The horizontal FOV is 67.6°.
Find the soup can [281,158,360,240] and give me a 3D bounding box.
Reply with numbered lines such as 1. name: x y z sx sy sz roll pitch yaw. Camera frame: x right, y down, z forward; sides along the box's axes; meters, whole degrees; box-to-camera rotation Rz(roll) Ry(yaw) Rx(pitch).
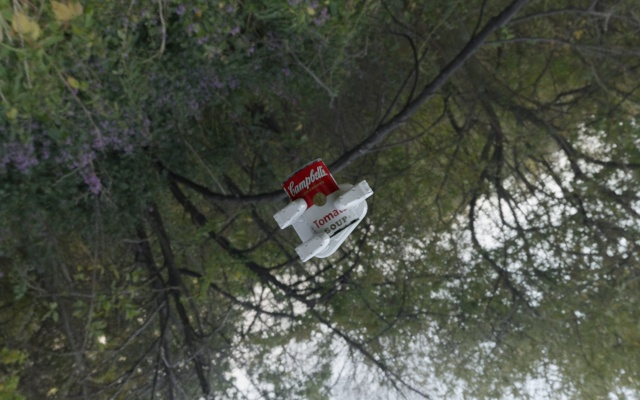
1. soup can: 0.000 0.002 0.665 0.068 0.102 0.068 -33 -6 -4
